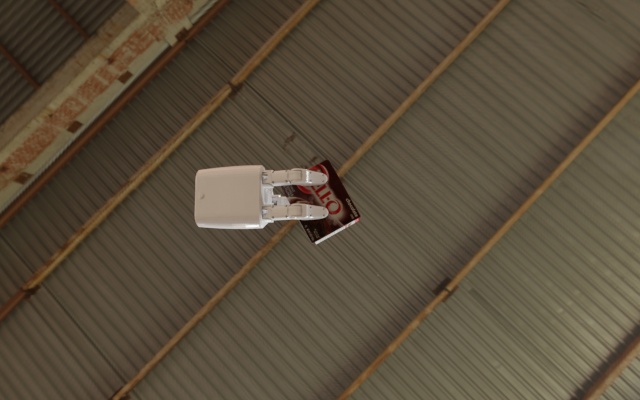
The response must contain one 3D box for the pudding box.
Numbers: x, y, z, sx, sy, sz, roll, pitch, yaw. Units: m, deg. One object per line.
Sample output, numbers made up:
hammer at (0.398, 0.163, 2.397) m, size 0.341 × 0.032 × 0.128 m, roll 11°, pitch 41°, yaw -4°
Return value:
pudding box at (0.000, 0.003, 0.773) m, size 0.090 × 0.113 × 0.039 m, roll -29°, pitch -9°, yaw -2°
